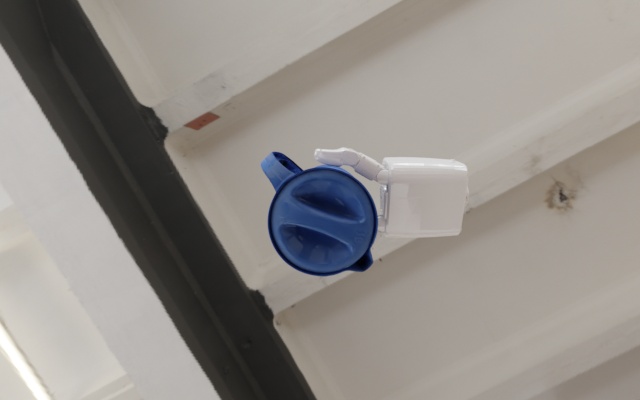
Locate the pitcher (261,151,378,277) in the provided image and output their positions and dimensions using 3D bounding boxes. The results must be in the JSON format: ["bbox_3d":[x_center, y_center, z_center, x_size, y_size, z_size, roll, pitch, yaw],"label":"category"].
[{"bbox_3d":[0.000,0.002,0.682,0.145,0.149,0.243,0,8,2],"label":"pitcher"}]
